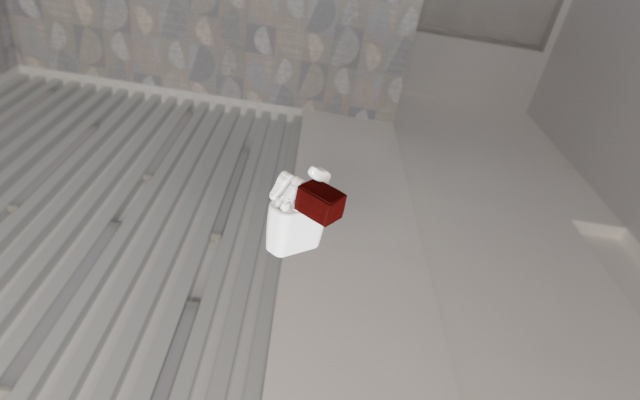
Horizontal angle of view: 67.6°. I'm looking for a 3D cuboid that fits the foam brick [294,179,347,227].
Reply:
[{"bbox_3d":[0.000,0.003,0.864,0.078,0.051,0.053,30,36,28],"label":"foam brick"}]
